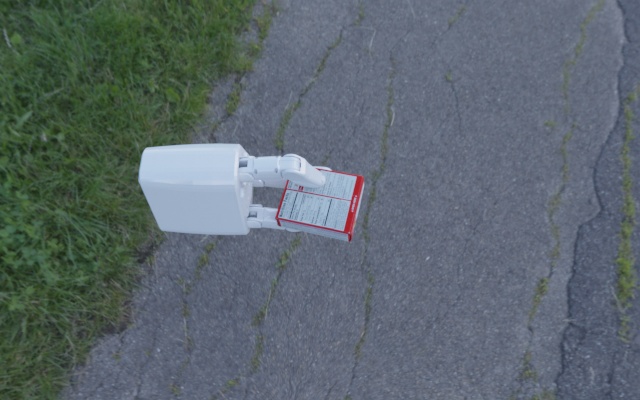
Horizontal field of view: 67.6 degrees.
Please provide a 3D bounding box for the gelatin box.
[{"bbox_3d":[0.000,0.002,0.551,0.089,0.073,0.030,11,-23,10],"label":"gelatin box"}]
